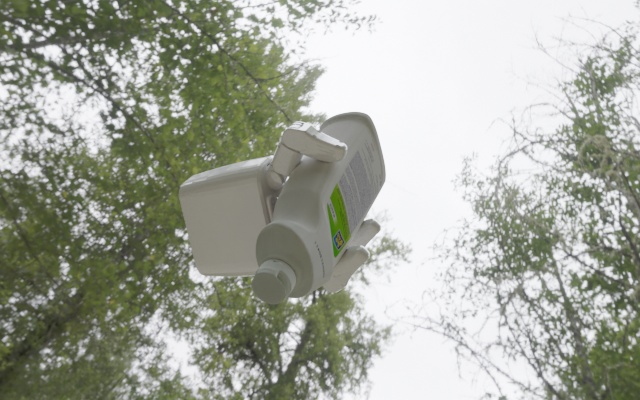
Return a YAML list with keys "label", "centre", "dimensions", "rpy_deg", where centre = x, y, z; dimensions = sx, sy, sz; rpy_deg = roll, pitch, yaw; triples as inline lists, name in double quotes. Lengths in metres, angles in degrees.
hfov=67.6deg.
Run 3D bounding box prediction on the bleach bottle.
- label: "bleach bottle"
  centre: [0.000, 0.002, 0.455]
  dimensions: [0.068, 0.103, 0.250]
  rpy_deg: [-8, 24, 25]
